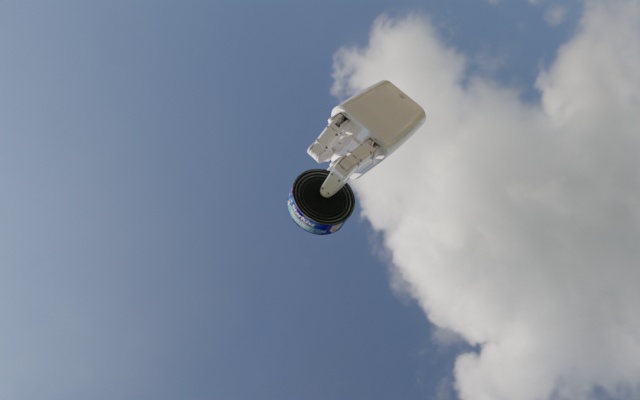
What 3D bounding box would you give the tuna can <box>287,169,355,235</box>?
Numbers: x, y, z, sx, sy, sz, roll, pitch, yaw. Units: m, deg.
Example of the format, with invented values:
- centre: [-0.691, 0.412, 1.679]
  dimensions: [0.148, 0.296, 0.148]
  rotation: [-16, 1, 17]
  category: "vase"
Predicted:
- centre: [0.000, 0.002, 0.633]
  dimensions: [0.086, 0.086, 0.034]
  rotation: [0, -32, -21]
  category: "tuna can"
